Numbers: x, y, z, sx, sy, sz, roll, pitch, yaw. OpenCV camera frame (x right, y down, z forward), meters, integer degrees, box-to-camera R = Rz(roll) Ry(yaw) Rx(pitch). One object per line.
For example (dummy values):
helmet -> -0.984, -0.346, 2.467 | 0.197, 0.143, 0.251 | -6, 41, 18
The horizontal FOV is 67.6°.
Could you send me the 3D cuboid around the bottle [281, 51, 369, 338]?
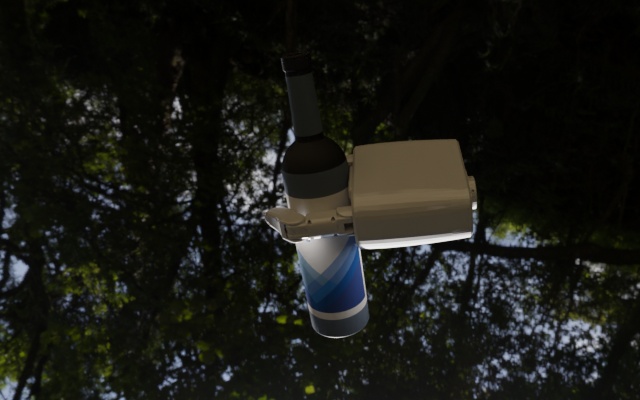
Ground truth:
bottle -> 0.000, 0.002, 0.488 | 0.069, 0.296, 0.069 | -8, 23, 4
